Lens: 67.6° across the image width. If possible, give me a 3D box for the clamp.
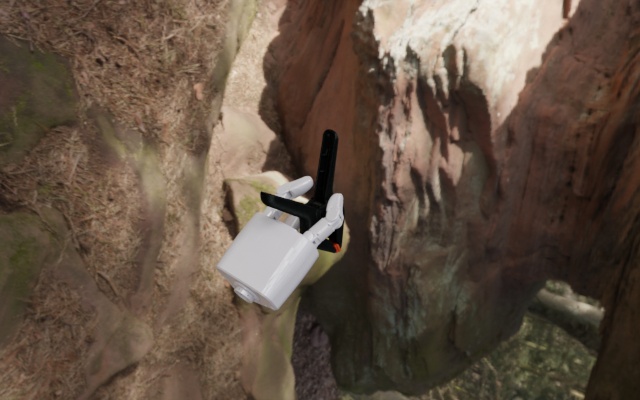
[{"bbox_3d":[0.001,0.003,0.761,0.036,0.164,0.210,21,-28,38],"label":"clamp"}]
